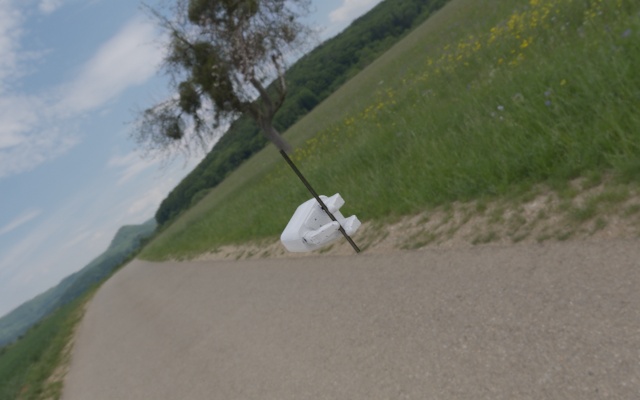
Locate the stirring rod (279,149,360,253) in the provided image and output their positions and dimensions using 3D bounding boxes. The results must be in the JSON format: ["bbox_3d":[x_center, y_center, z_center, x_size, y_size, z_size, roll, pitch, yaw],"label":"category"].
[{"bbox_3d":[0.000,0.003,0.887,0.011,0.239,0.011,-37,9,6],"label":"stirring rod"}]
